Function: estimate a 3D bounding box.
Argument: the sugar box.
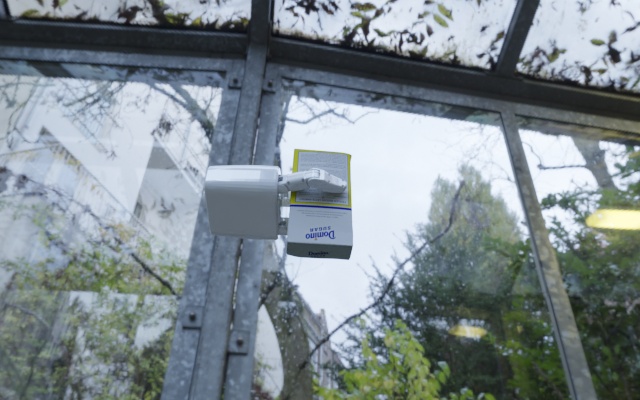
[{"bbox_3d":[0.000,0.003,0.714,0.093,0.176,0.048,4,-35,-2],"label":"sugar box"}]
